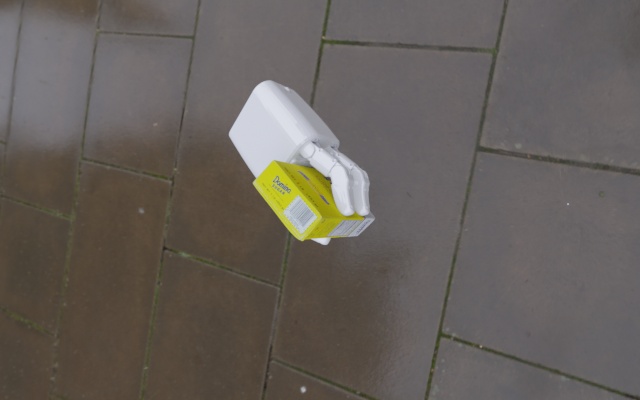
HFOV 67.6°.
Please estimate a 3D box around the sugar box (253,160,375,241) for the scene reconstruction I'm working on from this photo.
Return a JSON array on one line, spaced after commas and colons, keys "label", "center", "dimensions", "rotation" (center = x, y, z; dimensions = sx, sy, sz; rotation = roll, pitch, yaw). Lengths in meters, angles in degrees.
[{"label": "sugar box", "center": [0.000, 0.001, 0.606], "dimensions": [0.048, 0.093, 0.176], "rotation": [-46, -19, 19]}]
